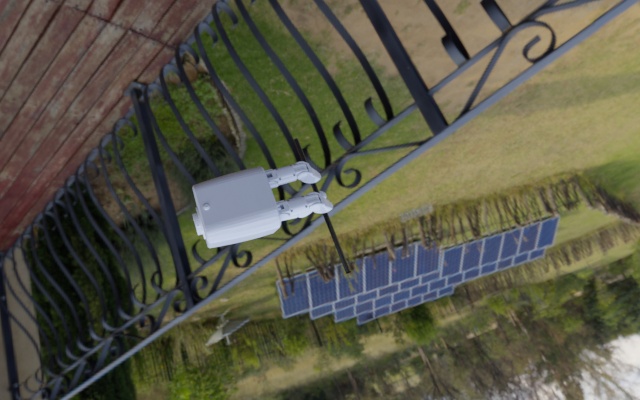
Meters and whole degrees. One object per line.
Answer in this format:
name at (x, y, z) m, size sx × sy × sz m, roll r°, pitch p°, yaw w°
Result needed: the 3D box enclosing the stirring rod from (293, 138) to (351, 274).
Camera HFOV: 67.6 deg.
stirring rod at (0.000, 0.002, 0.745) m, size 0.011 × 0.239 × 0.011 m, roll -18°, pitch -23°, yaw -8°
